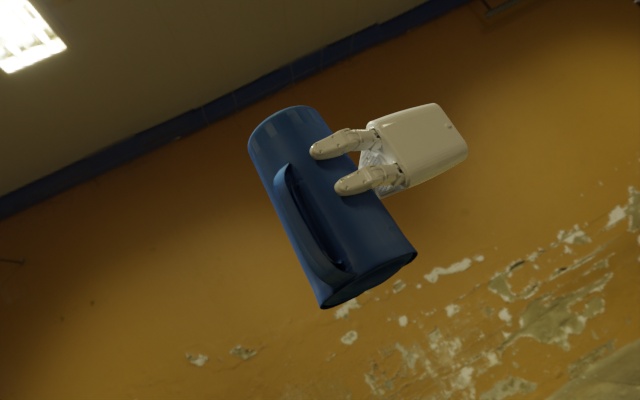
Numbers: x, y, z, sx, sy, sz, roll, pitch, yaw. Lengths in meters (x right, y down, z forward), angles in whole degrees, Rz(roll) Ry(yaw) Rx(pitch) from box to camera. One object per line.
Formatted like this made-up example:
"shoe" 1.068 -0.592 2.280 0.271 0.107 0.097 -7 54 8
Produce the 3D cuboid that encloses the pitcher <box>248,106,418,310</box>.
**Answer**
"pitcher" 0.000 0.002 0.593 0.145 0.242 0.149 -23 -20 -22
